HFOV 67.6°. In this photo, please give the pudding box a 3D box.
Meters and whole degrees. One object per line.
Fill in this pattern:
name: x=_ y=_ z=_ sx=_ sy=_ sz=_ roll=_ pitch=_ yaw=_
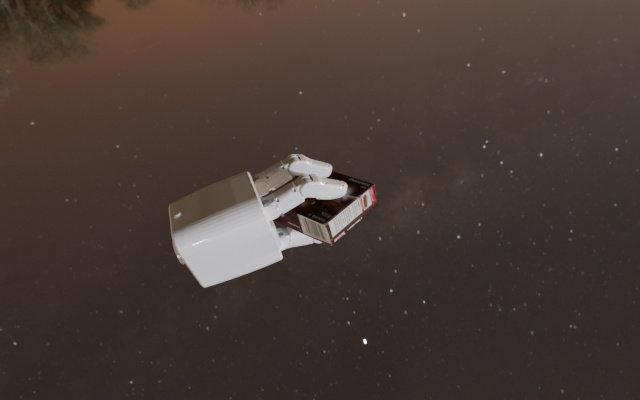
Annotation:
pudding box: x=0.000 y=0.002 z=0.593 sx=0.113 sy=0.039 sz=0.090 roll=22 pitch=50 yaw=40
